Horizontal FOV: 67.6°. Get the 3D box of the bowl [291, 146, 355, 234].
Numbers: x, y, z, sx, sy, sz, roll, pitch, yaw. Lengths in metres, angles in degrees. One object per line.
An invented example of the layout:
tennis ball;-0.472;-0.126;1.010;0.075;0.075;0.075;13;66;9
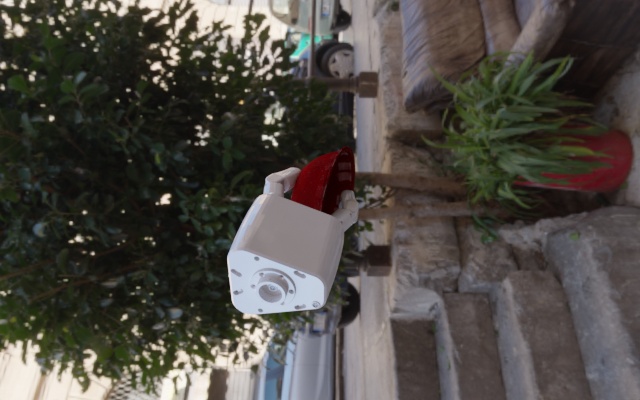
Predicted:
bowl;0.000;0.002;0.655;0.055;0.162;0.162;11;3;17
